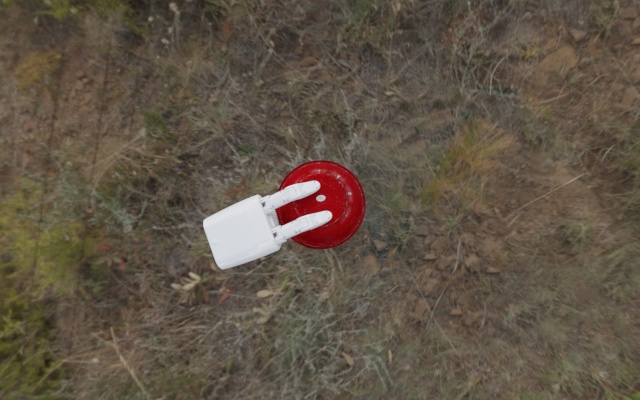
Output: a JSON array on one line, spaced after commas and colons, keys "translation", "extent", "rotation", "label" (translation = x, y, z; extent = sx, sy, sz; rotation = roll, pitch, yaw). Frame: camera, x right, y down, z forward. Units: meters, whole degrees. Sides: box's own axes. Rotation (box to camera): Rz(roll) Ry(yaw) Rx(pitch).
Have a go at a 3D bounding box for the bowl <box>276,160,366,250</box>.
[{"translation": [0.001, 0.002, 0.826], "extent": [0.162, 0.162, 0.055], "rotation": [0, -9, 0], "label": "bowl"}]
